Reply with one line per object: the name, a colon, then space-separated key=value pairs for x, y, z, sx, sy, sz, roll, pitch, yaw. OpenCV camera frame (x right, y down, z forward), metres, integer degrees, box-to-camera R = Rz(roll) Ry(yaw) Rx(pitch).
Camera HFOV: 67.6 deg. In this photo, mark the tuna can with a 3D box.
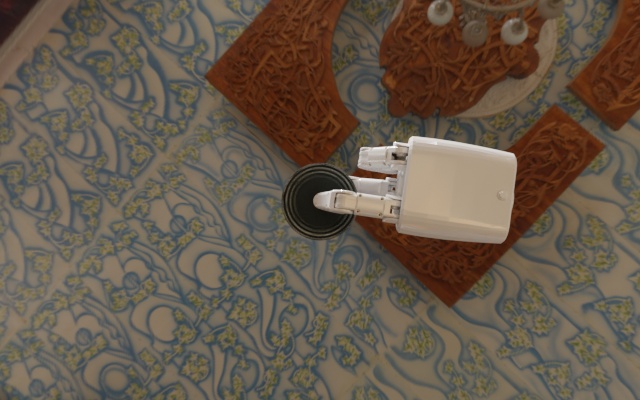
tuna can: x=0.000 y=0.002 z=0.543 sx=0.086 sy=0.086 sz=0.034 roll=0 pitch=-2 yaw=3
